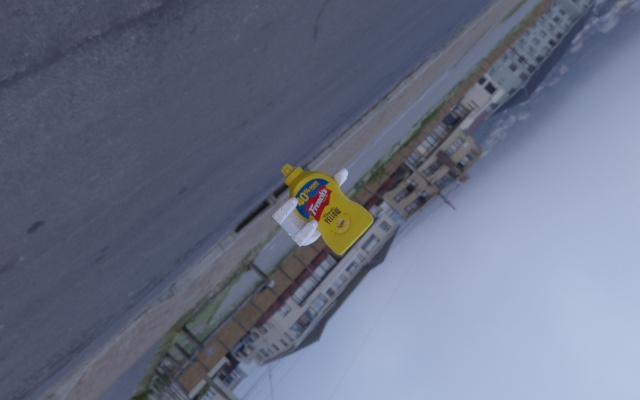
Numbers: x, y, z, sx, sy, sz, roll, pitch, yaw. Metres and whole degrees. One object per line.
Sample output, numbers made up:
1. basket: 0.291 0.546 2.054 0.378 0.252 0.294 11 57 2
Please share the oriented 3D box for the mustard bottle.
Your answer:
1. mustard bottle: 0.000 0.003 0.888 0.191 0.096 0.058 44 8 3
